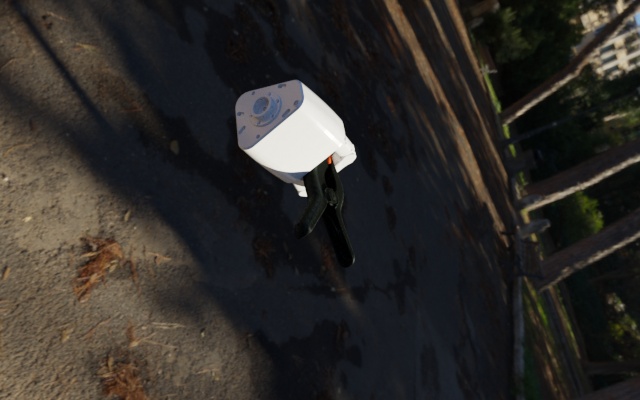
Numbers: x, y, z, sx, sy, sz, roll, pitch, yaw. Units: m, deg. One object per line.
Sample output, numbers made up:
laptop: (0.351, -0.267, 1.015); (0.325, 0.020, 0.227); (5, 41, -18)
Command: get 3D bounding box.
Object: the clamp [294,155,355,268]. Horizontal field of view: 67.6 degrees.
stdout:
clamp: (0.001, 0.002, 0.669); (0.039, 0.171, 0.120); (-22, -30, 22)
